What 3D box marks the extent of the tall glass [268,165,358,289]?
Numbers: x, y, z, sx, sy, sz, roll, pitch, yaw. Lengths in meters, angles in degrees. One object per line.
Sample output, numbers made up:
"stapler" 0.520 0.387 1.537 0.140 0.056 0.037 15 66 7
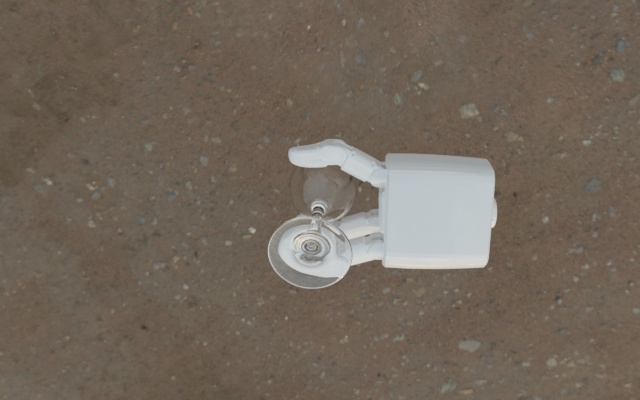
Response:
"tall glass" 0.000 0.002 0.501 0.079 0.079 0.201 0 27 6
